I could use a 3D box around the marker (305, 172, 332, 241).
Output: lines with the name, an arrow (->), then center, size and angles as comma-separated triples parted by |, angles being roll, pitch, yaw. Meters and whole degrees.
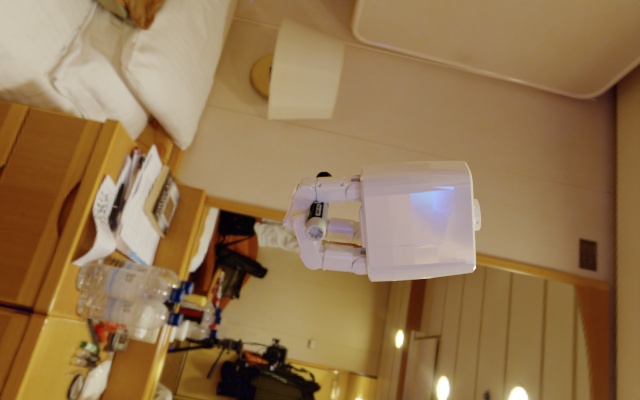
marker -> 0.000, 0.002, 0.498 | 0.020, 0.020, 0.121 | 0, 29, 5
